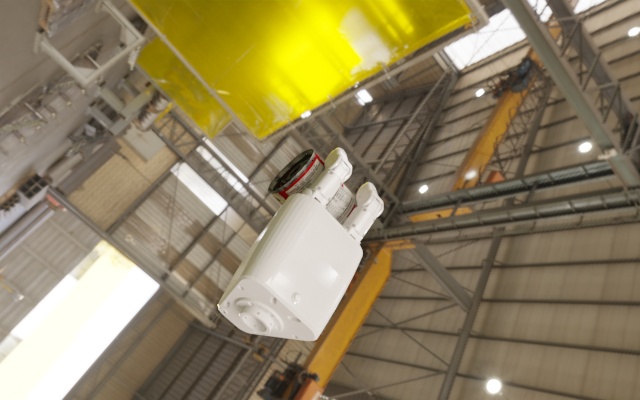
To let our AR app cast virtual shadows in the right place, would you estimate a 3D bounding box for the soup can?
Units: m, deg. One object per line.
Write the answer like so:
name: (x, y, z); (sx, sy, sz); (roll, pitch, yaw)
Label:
soup can: (0.000, 0.002, 0.539); (0.102, 0.068, 0.068); (47, -18, -18)
